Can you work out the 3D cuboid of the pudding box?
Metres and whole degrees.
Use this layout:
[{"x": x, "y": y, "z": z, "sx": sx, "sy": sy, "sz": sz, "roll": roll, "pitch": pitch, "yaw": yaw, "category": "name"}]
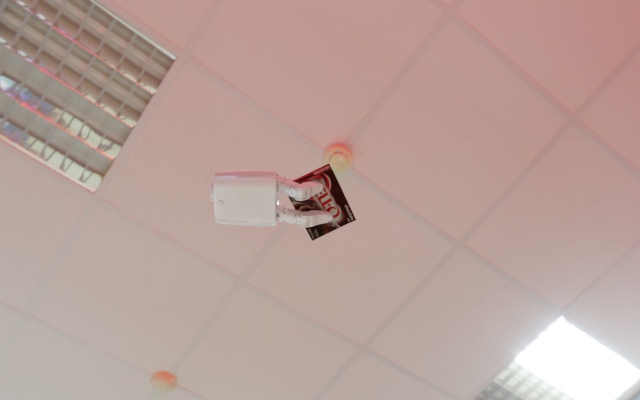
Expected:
[{"x": 0.000, "y": 0.003, "z": 0.855, "sx": 0.090, "sy": 0.113, "sz": 0.039, "roll": -25, "pitch": 23, "yaw": 4, "category": "pudding box"}]
